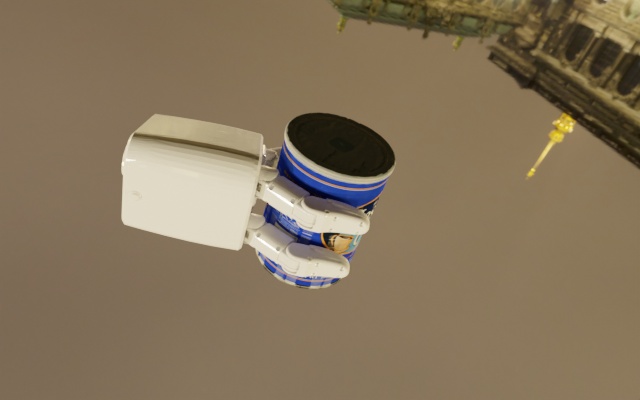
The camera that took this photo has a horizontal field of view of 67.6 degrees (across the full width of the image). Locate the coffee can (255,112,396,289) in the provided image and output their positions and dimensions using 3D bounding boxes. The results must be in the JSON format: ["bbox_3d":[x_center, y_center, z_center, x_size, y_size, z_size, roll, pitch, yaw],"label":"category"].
[{"bbox_3d":[0.000,0.001,0.464,0.103,0.140,0.102,13,37,-10],"label":"coffee can"}]
